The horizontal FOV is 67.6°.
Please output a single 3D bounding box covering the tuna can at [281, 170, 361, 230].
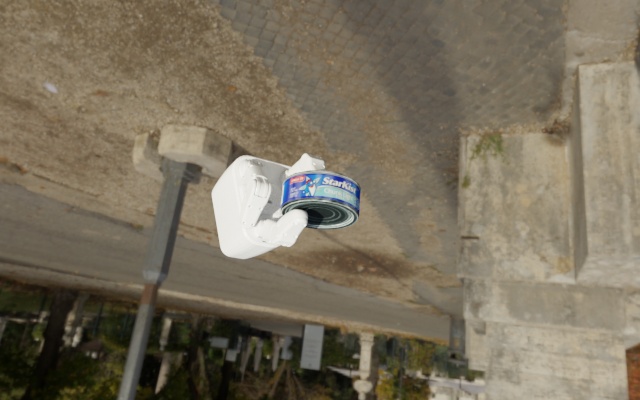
[{"bbox_3d":[0.000,0.002,0.513,0.086,0.033,0.086,4,-24,2],"label":"tuna can"}]
